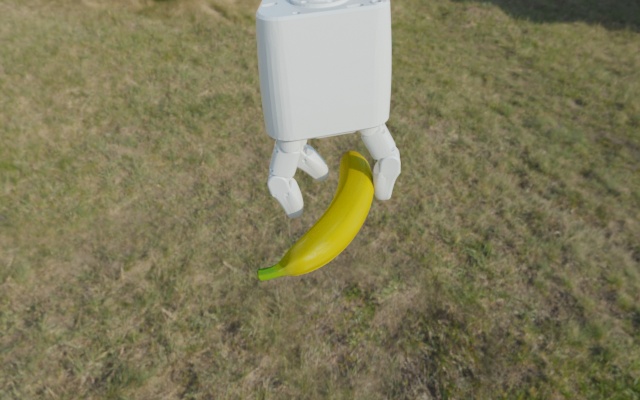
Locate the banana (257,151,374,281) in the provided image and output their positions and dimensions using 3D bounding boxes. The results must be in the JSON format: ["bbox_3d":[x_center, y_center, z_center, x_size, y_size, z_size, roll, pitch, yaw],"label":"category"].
[{"bbox_3d":[0.015,0.007,0.473,0.069,0.037,0.197,13,44,26],"label":"banana"}]
